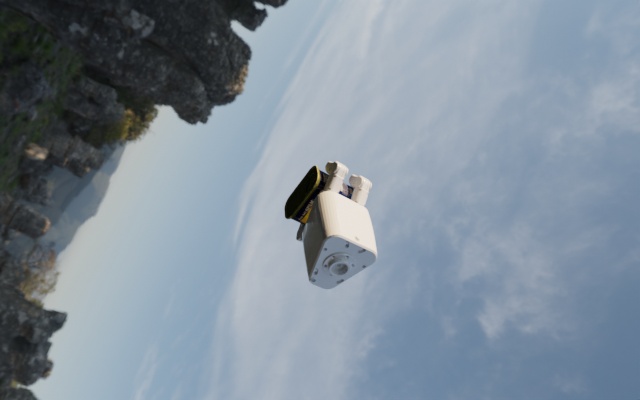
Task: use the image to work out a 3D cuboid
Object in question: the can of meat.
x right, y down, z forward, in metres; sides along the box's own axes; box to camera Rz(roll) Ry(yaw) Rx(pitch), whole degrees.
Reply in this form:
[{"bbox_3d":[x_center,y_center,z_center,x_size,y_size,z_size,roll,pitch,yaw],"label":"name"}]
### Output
[{"bbox_3d":[0.000,0.003,0.823,0.084,0.102,0.057,27,28,-23],"label":"can of meat"}]
